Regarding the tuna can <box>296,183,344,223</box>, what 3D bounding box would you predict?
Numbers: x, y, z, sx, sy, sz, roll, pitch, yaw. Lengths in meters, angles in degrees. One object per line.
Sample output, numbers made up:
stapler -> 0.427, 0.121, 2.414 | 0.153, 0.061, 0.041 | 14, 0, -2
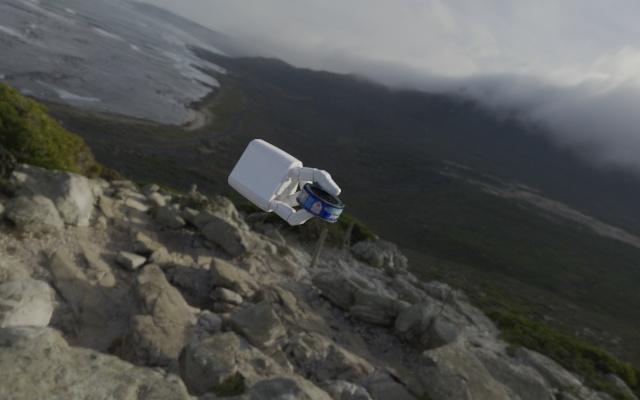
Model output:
tuna can -> 0.000, 0.002, 0.878 | 0.086, 0.034, 0.086 | 28, 15, -8
